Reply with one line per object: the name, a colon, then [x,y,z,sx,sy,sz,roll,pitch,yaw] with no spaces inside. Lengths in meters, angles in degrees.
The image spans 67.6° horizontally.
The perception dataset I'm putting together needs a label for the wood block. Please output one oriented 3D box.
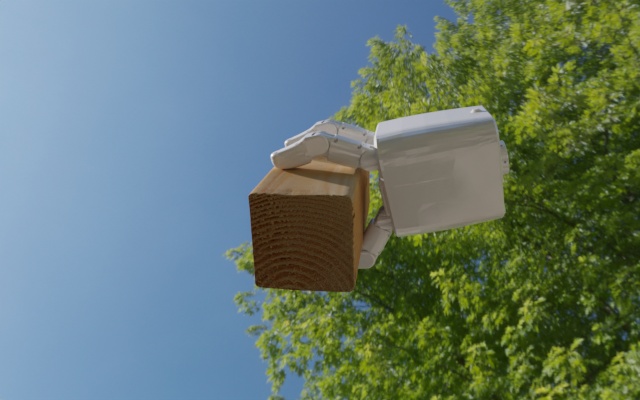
wood block: [0.001,0.002,0.495,0.090,0.091,0.206,1,20,10]
